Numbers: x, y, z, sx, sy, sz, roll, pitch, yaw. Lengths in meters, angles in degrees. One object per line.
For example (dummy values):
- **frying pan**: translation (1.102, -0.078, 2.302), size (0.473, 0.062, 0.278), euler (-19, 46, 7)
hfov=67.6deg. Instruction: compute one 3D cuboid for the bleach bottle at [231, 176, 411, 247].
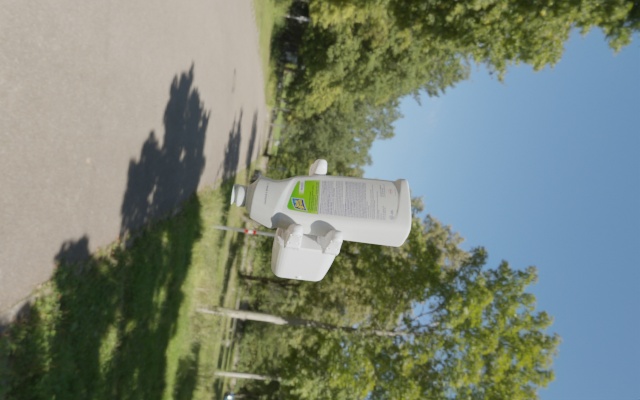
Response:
- **bleach bottle**: translation (0.000, 0.002, 0.688), size (0.251, 0.102, 0.068), euler (8, -37, -7)
